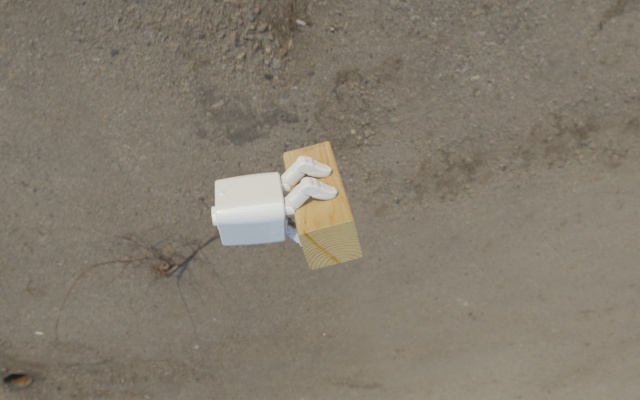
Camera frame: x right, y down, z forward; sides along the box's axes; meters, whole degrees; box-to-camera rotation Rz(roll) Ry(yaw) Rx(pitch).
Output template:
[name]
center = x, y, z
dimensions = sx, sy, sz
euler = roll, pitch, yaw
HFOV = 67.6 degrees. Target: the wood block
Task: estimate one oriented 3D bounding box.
[wood block]
center = 0.000, 0.003, 0.810
dimensions = 0.090, 0.091, 0.206
euler = -15, 44, 1
